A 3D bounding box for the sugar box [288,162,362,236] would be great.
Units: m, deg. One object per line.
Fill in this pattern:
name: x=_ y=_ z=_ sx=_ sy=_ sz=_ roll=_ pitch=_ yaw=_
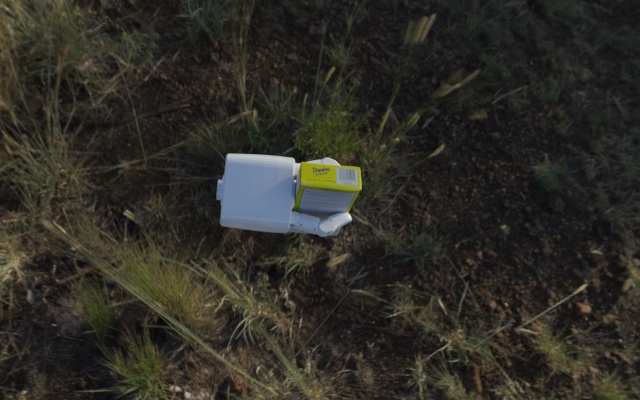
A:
sugar box: x=0.000 y=0.002 z=0.775 sx=0.093 sy=0.048 sz=0.176 roll=6 pitch=-25 yaw=-9
